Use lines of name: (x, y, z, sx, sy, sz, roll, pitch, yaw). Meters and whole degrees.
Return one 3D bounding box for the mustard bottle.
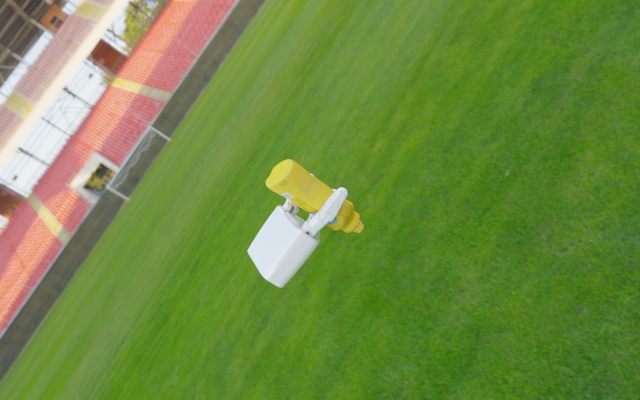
mustard bottle: (0.000, 0.002, 0.846, 0.192, 0.058, 0.096, 35, -18, -20)
